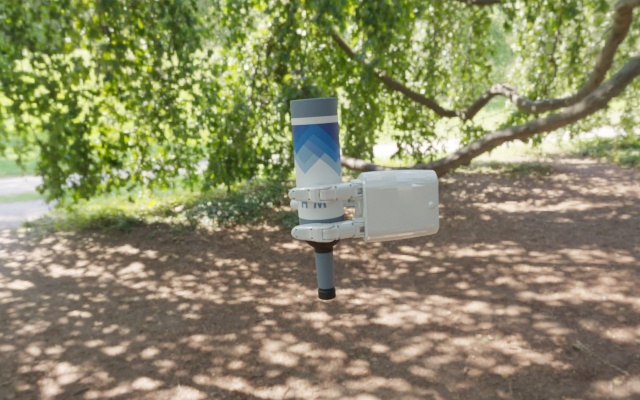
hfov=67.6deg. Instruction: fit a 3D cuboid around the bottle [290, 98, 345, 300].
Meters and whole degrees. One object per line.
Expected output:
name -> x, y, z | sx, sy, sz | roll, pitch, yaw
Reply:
bottle -> 0.000, 0.002, 0.698 | 0.069, 0.296, 0.069 | -4, 11, 1
